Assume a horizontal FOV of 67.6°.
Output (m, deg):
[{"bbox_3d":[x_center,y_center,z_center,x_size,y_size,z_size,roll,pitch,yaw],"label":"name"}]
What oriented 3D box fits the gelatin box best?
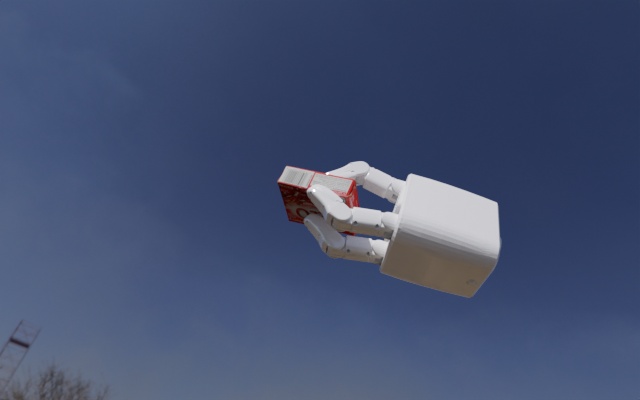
[{"bbox_3d":[0.000,0.001,0.557,0.089,0.030,0.073,13,-36,20],"label":"gelatin box"}]
